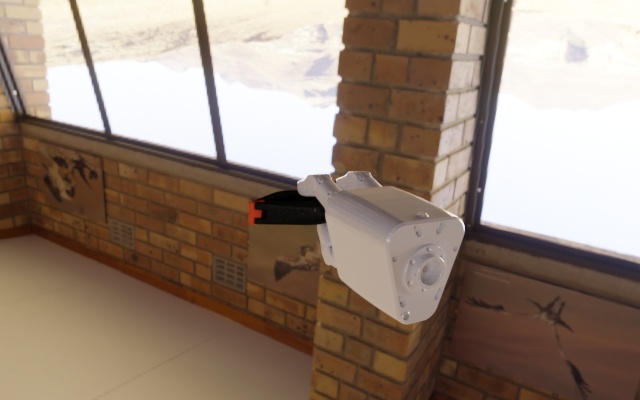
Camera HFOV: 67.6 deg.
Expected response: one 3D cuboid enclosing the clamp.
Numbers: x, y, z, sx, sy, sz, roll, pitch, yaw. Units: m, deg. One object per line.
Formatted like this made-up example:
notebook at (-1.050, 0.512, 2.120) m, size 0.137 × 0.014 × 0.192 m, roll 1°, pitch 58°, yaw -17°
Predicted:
clamp at (0.000, 0.003, 0.615) m, size 0.210 × 0.036 × 0.164 m, roll -5°, pitch 15°, yaw -28°
